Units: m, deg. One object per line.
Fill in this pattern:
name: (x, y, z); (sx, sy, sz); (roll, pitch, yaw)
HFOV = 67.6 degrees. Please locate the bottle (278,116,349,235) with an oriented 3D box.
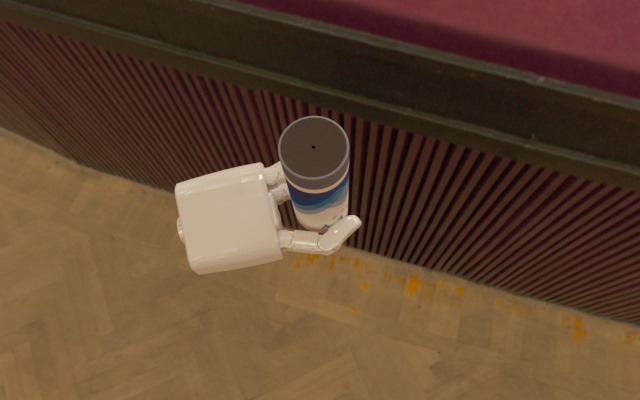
bottle: (0.000, 0.002, 0.578); (0.069, 0.069, 0.296); (0, -20, 3)
